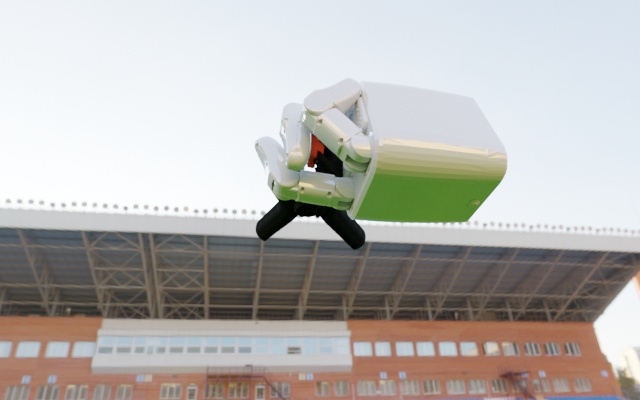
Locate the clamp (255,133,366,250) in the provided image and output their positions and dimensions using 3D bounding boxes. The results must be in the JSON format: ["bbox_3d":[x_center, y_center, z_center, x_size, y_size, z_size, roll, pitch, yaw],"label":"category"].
[{"bbox_3d":[0.000,0.001,0.472,0.120,0.039,0.172,5,-31,-8],"label":"clamp"}]
